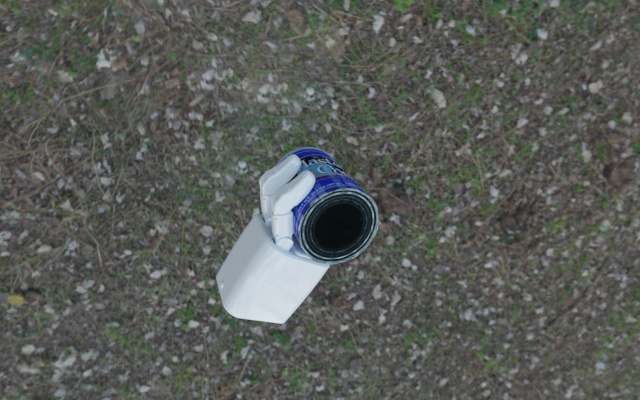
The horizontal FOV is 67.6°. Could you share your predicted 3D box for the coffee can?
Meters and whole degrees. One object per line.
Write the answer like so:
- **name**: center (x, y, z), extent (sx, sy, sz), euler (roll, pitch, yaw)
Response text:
- **coffee can**: center (0.000, 0.002, 0.620), extent (0.103, 0.103, 0.140), euler (0, 26, -21)
